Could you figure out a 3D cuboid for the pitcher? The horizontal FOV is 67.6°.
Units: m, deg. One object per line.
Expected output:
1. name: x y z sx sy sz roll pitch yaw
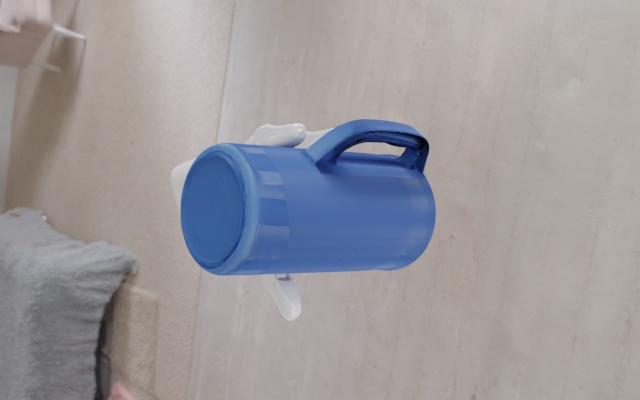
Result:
1. pitcher: 0.000 0.002 0.462 0.145 0.149 0.243 -7 -7 43
